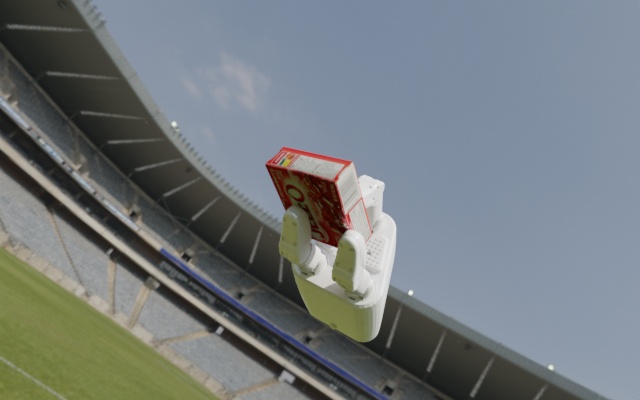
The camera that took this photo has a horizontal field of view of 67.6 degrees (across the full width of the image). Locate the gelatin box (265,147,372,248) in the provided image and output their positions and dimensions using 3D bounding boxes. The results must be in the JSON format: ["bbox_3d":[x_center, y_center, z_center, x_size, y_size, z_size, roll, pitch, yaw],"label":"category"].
[{"bbox_3d":[0.000,0.001,0.411,0.073,0.089,0.030,17,52,34],"label":"gelatin box"}]
